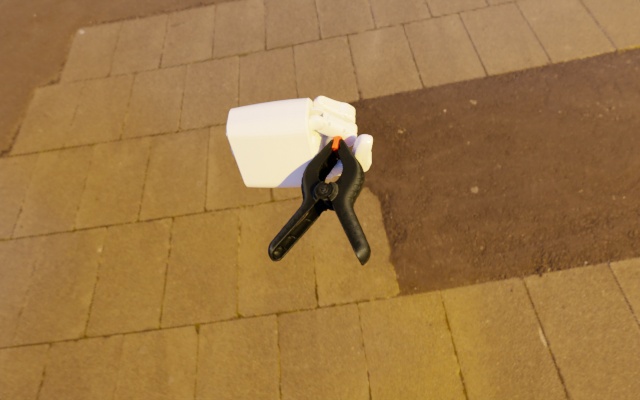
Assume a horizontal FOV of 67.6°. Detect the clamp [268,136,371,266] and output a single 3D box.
[{"bbox_3d":[0.000,0.001,0.564,0.120,0.171,0.039,-5,-35,13],"label":"clamp"}]
